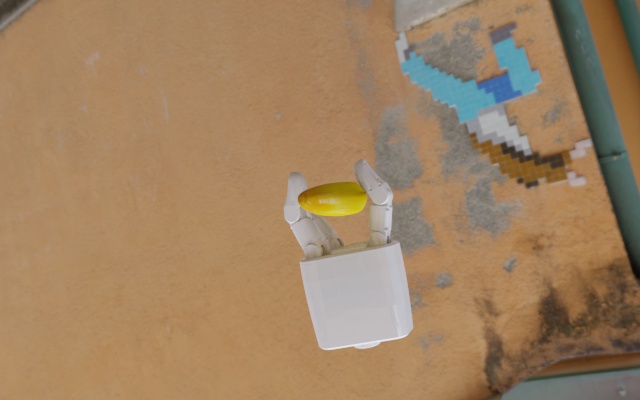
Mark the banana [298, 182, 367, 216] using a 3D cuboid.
[{"bbox_3d":[0.019,-0.001,0.539,0.069,0.037,0.198,-8,1,3],"label":"banana"}]
